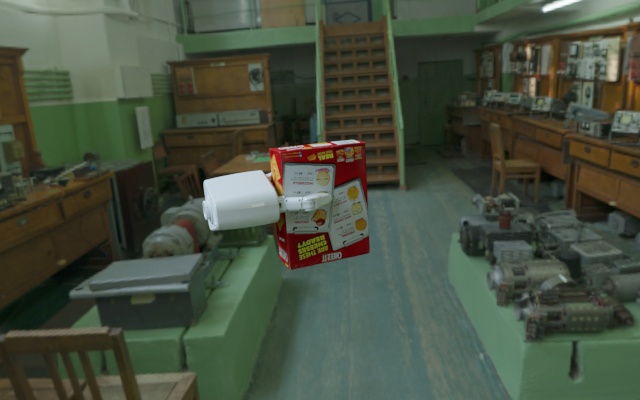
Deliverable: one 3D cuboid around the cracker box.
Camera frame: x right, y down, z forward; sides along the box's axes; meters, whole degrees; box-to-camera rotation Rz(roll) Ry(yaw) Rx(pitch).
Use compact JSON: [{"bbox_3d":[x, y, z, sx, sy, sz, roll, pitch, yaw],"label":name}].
[{"bbox_3d":[0.000,0.003,0.877,0.164,0.214,0.072,-9,15,-20],"label":"cracker box"}]
